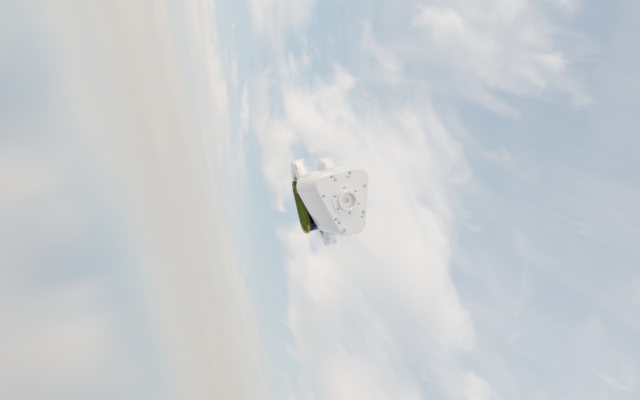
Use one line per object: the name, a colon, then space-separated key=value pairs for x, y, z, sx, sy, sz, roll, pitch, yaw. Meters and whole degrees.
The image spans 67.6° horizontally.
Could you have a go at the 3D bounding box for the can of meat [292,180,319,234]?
can of meat: x=0.000 y=0.003 z=0.900 sx=0.084 sy=0.102 sz=0.057 roll=-14 pitch=4 yaw=-16
